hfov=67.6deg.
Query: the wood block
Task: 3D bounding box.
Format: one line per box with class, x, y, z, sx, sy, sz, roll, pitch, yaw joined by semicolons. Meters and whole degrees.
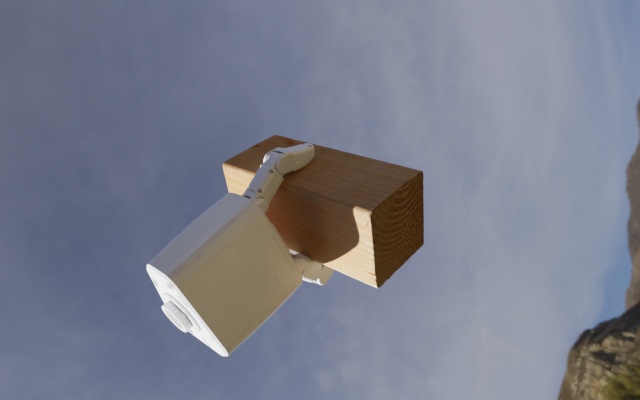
wood block;0.000;0.002;0.518;0.206;0.091;0.090;19;40;38
